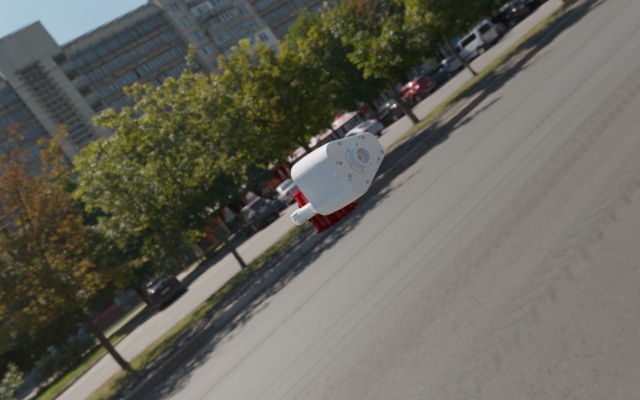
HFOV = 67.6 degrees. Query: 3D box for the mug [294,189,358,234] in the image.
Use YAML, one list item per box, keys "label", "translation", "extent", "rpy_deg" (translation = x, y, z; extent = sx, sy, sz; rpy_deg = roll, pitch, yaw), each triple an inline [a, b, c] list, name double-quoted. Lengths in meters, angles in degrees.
- label: "mug"
  translation: [-0.001, 0.003, 0.859]
  extent: [0.093, 0.081, 0.117]
  rpy_deg: [-40, 6, -37]
